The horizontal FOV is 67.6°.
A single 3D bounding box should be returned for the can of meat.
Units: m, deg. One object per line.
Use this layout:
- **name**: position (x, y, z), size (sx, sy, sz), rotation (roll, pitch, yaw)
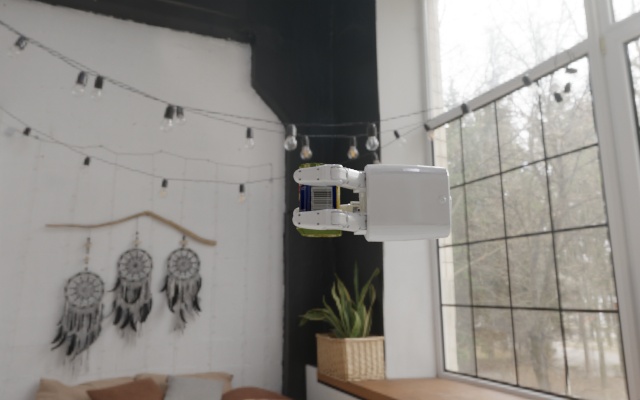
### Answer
- **can of meat**: position (0.000, 0.002, 0.642), size (0.057, 0.084, 0.102), rotation (0, -11, 3)
